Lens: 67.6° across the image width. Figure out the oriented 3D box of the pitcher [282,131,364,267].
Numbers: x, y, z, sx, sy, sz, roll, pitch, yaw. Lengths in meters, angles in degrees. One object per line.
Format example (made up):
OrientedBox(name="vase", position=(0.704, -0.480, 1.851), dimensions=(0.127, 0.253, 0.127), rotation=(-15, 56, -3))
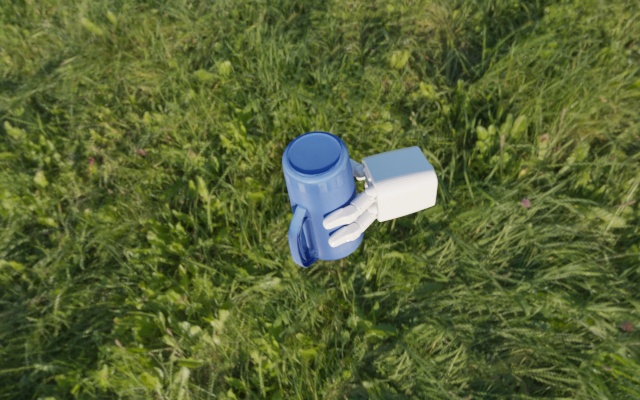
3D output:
OrientedBox(name="pitcher", position=(0.000, 0.003, 0.846), dimensions=(0.145, 0.149, 0.243), rotation=(-14, -36, 0))
